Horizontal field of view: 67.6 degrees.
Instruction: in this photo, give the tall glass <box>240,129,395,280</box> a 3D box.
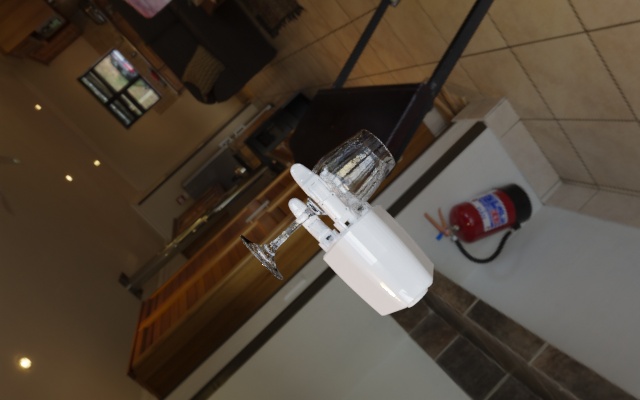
[{"bbox_3d":[-0.001,0.002,0.589,0.201,0.079,0.079,-44,4,-4],"label":"tall glass"}]
